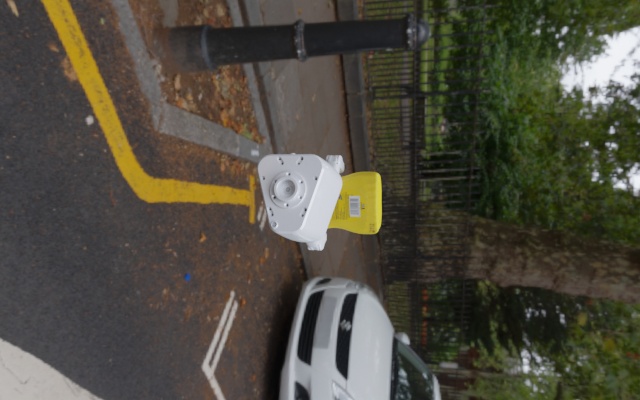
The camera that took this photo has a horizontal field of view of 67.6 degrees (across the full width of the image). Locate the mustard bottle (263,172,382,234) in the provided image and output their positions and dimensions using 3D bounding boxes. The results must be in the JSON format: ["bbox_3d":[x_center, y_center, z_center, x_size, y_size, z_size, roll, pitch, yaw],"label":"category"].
[{"bbox_3d":[0.000,0.003,0.768,0.191,0.096,0.058,1,14,14],"label":"mustard bottle"}]
